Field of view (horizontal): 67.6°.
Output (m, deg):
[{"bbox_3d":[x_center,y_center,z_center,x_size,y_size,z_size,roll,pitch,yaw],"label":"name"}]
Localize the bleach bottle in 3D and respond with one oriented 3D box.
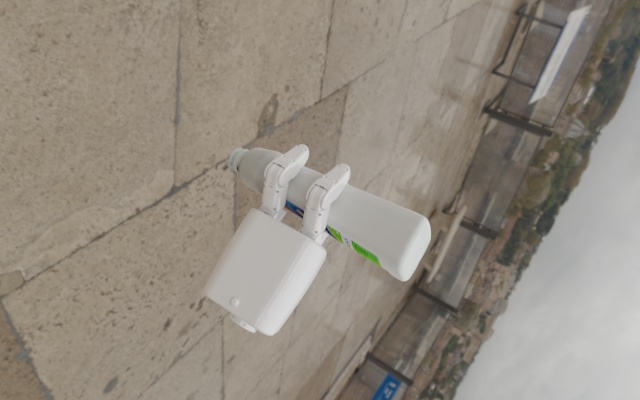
[{"bbox_3d":[0.000,0.002,0.556,0.251,0.068,0.103,27,-10,22],"label":"bleach bottle"}]
